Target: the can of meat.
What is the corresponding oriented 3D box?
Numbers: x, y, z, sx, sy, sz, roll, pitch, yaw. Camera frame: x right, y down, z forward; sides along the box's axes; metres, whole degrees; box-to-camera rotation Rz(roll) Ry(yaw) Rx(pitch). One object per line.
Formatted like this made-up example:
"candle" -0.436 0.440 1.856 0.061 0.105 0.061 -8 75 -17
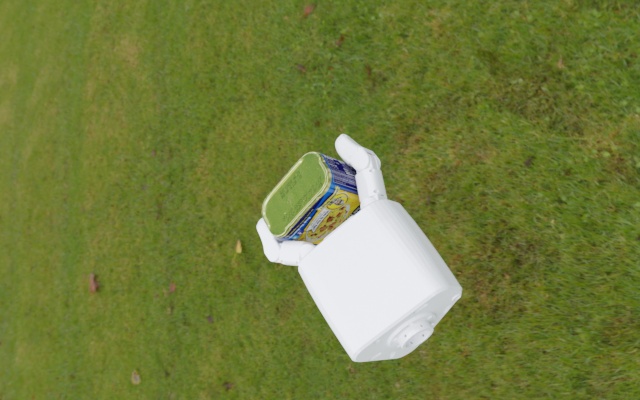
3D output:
"can of meat" 0.000 0.001 0.506 0.084 0.057 0.102 15 -53 -46
